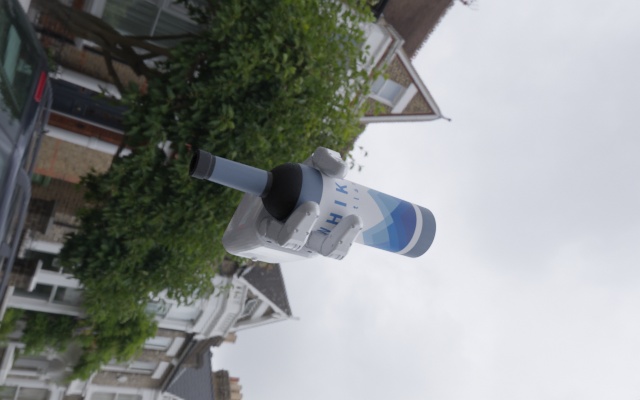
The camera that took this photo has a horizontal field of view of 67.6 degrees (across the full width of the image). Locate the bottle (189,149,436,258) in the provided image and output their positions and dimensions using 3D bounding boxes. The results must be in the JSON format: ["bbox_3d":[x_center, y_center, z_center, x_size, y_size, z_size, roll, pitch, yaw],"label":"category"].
[{"bbox_3d":[0.000,0.002,0.533,0.296,0.069,0.069,18,-9,-29],"label":"bottle"}]
